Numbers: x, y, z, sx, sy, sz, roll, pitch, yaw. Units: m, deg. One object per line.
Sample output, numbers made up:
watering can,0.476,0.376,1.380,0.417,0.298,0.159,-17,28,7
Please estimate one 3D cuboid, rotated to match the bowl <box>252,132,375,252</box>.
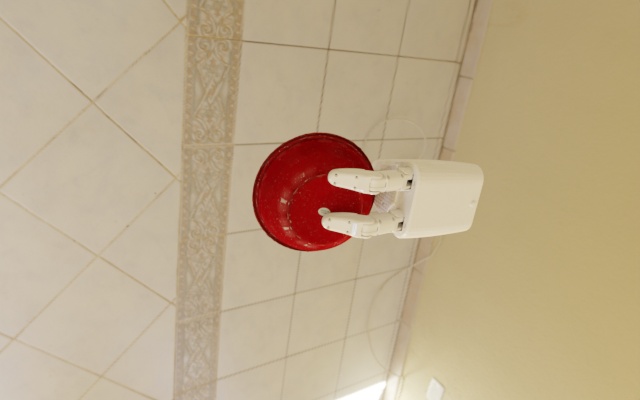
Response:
bowl,-0.001,0.002,0.582,0.162,0.162,0.055,0,22,-15
